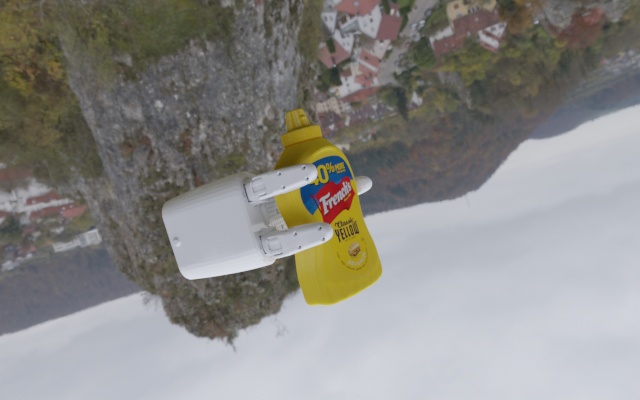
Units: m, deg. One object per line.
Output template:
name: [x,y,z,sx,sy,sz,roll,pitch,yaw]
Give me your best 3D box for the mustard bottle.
mustard bottle: [0.000,0.002,0.484,0.096,0.191,0.058,-19,4,-43]
